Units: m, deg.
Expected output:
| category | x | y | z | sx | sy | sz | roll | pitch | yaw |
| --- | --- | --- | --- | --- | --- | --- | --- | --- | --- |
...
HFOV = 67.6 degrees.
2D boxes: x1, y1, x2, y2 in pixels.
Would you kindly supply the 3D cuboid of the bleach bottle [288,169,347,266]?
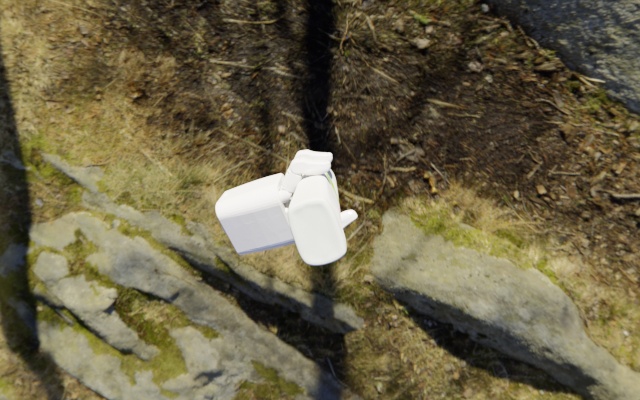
| category | x | y | z | sx | sy | sz | roll | pitch | yaw |
| --- | --- | --- | --- | --- | --- | --- | --- | --- | --- |
| bleach bottle | 0.000 | 0.002 | 0.760 | 0.068 | 0.102 | 0.250 | -16 | 17 | 8 |
